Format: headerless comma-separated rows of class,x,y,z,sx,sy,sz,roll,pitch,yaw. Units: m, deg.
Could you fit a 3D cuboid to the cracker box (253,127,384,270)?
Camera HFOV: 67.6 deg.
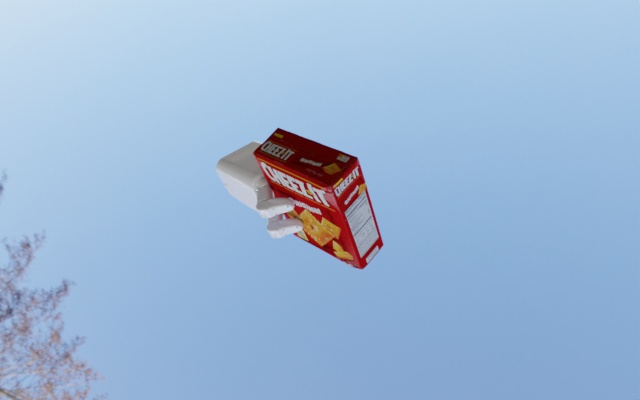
cracker box,0.000,0.002,0.766,0.164,0.072,0.214,25,-28,35
